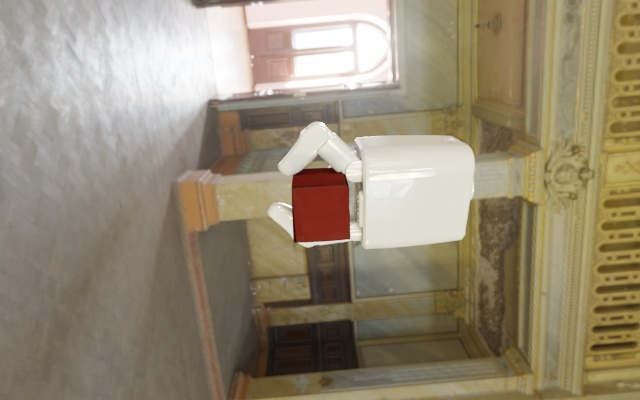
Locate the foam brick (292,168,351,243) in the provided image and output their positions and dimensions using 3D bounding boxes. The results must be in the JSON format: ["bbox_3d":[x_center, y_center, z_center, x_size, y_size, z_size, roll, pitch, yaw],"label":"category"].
[{"bbox_3d":[0.000,0.002,0.451,0.051,0.053,0.078,-2,17,-1],"label":"foam brick"}]
